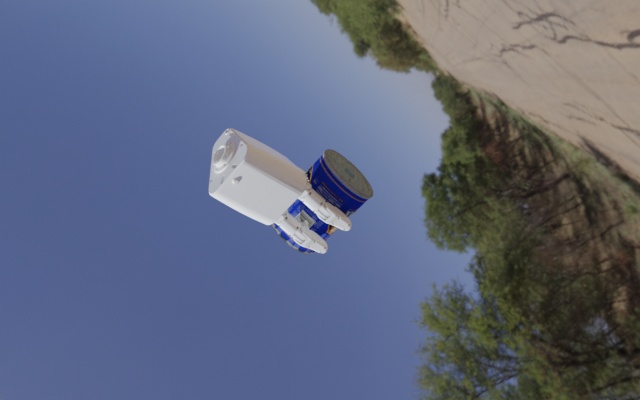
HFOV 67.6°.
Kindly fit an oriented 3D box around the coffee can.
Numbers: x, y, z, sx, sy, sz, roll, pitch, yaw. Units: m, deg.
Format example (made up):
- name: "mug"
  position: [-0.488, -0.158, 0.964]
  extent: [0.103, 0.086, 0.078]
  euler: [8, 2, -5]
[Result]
- name: "coffee can"
  position: [0.000, 0.002, 0.769]
  extent: [0.140, 0.102, 0.103]
  euler: [-45, -19, 20]
